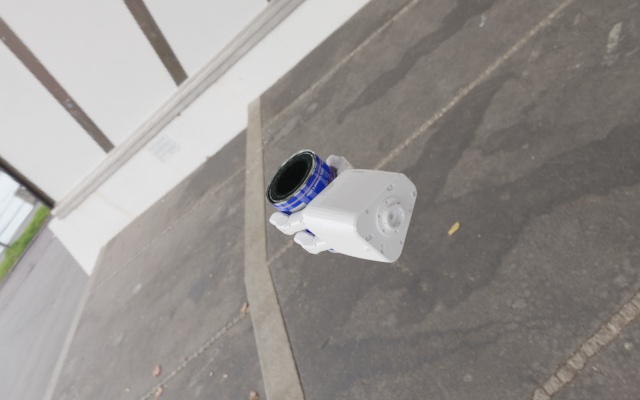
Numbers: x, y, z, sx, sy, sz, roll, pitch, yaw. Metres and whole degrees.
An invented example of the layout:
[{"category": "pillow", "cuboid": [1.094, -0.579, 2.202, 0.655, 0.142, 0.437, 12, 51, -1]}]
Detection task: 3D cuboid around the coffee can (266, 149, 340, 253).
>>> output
[{"category": "coffee can", "cuboid": [0.000, 0.002, 0.745, 0.140, 0.102, 0.103, 41, -24, -31]}]
